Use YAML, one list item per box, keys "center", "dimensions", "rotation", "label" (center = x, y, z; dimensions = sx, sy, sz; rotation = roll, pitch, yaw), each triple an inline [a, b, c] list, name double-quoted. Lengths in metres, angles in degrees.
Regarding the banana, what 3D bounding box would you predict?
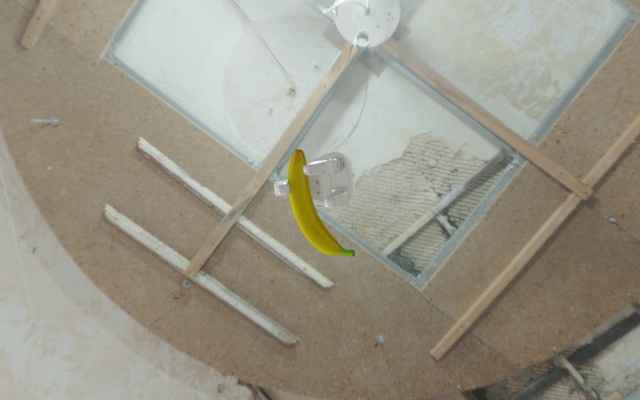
- center: [-0.014, 0.014, 0.791]
  dimensions: [0.069, 0.198, 0.037]
  rotation: [-29, -3, 19]
  label: "banana"
